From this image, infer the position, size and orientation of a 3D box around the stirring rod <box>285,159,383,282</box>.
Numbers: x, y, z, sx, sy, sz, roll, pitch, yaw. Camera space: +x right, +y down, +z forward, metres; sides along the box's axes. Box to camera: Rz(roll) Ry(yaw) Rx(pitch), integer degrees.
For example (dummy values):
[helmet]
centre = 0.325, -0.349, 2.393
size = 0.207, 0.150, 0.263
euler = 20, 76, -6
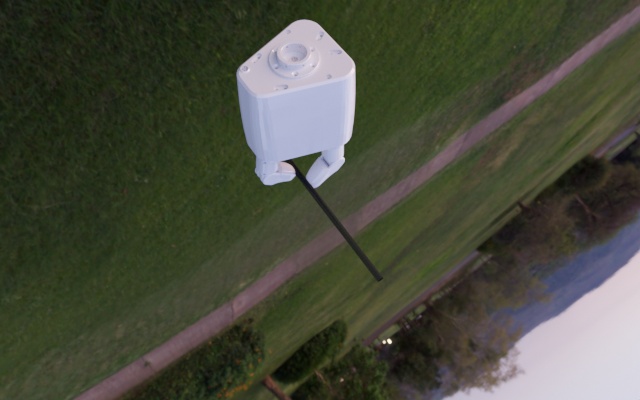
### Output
[stirring rod]
centre = 0.000, 0.002, 0.585
size = 0.011, 0.239, 0.011
euler = -31, -24, -15
